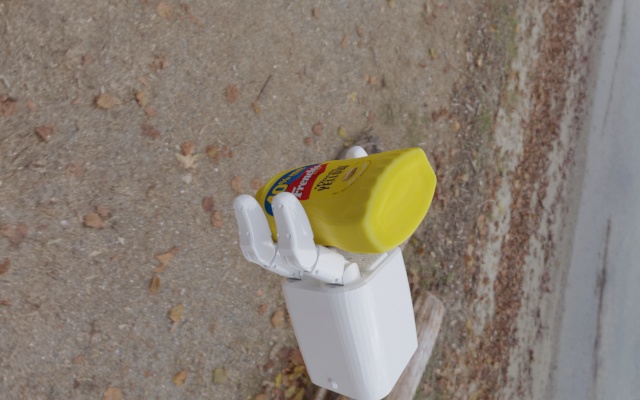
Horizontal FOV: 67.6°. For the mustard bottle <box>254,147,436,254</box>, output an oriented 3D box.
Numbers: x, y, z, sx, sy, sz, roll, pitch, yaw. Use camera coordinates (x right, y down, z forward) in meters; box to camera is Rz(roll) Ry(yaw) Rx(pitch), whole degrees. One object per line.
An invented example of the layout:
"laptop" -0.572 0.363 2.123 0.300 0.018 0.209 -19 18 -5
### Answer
"mustard bottle" 0.000 0.001 0.424 0.191 0.058 0.096 -3 38 48
